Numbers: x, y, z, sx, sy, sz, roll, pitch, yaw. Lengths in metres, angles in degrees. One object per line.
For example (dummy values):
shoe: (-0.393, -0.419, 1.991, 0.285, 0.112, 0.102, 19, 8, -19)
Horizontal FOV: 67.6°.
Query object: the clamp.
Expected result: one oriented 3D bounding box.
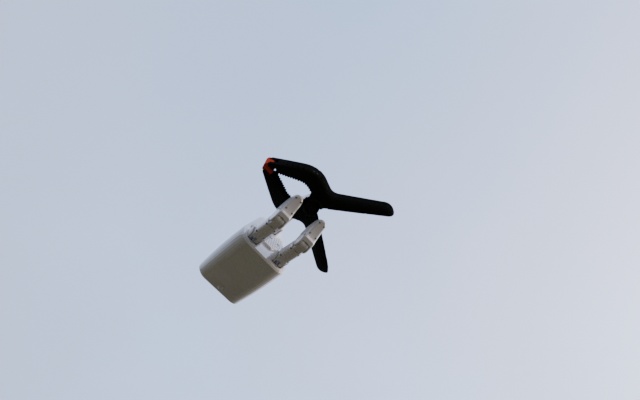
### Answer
clamp: (0.000, 0.002, 0.751, 0.164, 0.210, 0.036, -37, 17, 18)
